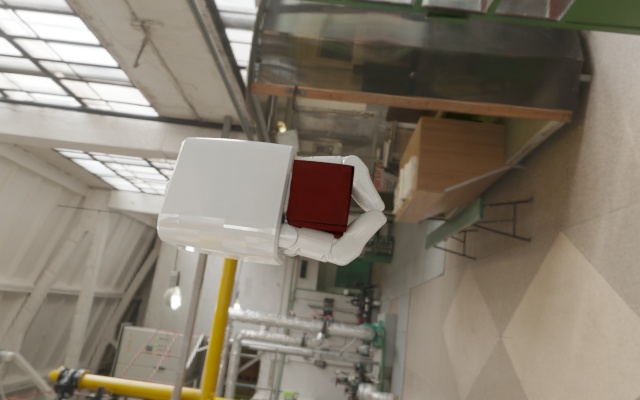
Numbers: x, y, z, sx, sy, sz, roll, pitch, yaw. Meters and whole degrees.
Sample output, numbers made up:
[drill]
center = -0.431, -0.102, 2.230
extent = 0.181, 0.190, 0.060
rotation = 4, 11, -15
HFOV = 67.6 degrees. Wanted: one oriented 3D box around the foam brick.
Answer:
[foam brick]
center = 0.000, 0.001, 0.421
extent = 0.051, 0.053, 0.078
rotation = 7, -13, 2
